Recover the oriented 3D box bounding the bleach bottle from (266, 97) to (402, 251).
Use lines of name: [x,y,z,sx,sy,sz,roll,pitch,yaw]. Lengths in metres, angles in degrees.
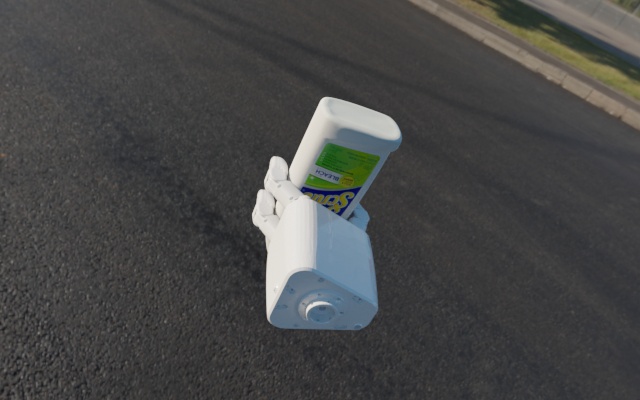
bleach bottle: [0.000,0.002,0.597,0.102,0.251,0.068,15,35,-15]
